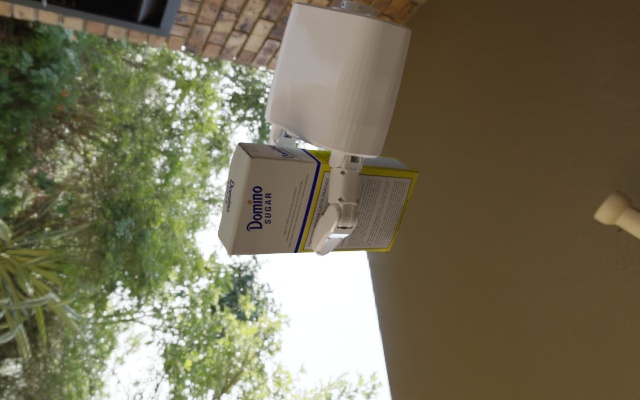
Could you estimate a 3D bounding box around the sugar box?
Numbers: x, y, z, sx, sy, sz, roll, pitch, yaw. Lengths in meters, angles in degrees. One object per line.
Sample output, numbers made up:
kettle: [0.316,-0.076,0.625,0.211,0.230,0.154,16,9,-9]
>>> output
sugar box: [0.000,0.001,0.444,0.176,0.093,0.048,4,23,-30]
